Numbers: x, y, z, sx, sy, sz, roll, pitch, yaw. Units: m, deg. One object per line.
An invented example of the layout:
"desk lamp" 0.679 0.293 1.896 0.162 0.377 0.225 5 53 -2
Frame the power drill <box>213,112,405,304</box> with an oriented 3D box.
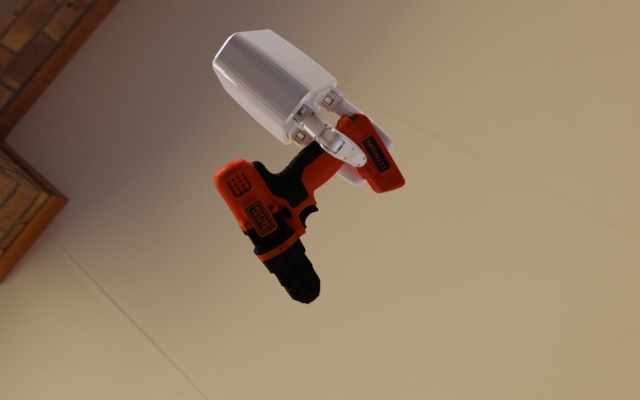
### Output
"power drill" 0.000 0.001 0.545 0.187 0.184 0.057 -34 13 -9
